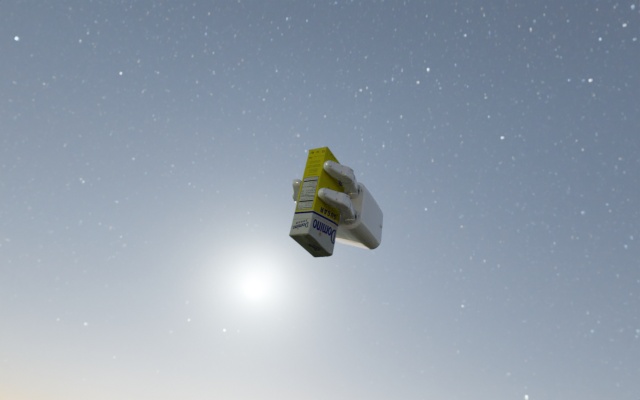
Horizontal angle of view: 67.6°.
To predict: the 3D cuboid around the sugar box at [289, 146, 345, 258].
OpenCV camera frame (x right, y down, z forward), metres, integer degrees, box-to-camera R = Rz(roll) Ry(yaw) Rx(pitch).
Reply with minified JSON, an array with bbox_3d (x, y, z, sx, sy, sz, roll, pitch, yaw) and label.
[{"bbox_3d":[0.001,0.003,0.846,0.048,0.176,0.093,-8,-33,28],"label":"sugar box"}]
